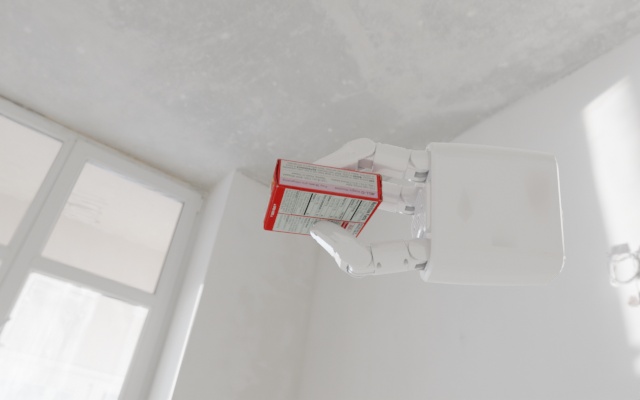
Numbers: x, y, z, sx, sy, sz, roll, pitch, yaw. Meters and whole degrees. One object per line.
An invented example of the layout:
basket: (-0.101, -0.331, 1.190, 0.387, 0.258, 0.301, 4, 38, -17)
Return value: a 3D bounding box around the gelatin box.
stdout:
gelatin box: (0.000, 0.002, 0.408, 0.089, 0.030, 0.073, 7, -33, -11)
